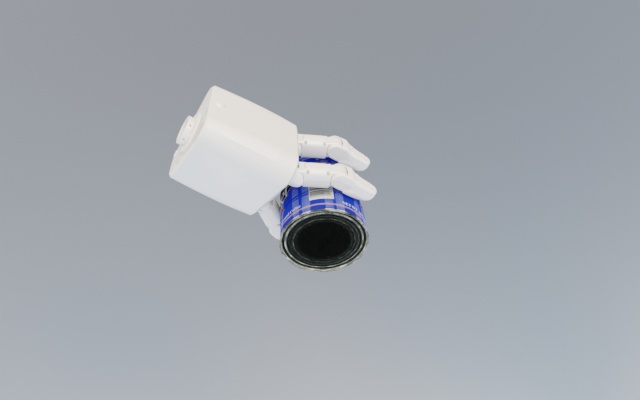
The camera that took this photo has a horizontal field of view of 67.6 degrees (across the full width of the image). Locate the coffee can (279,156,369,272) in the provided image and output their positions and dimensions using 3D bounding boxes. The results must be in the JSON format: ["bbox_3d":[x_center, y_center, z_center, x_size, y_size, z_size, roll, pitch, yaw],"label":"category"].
[{"bbox_3d":[0.000,0.002,0.592,0.103,0.103,0.140,0,42,-5],"label":"coffee can"}]
